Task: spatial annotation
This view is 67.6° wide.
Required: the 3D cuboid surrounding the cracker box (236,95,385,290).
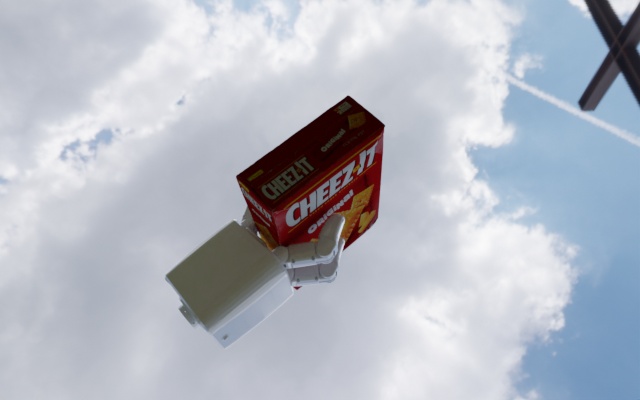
[{"bbox_3d":[0.000,0.002,0.595,0.164,0.072,0.214,-39,-26,-18],"label":"cracker box"}]
